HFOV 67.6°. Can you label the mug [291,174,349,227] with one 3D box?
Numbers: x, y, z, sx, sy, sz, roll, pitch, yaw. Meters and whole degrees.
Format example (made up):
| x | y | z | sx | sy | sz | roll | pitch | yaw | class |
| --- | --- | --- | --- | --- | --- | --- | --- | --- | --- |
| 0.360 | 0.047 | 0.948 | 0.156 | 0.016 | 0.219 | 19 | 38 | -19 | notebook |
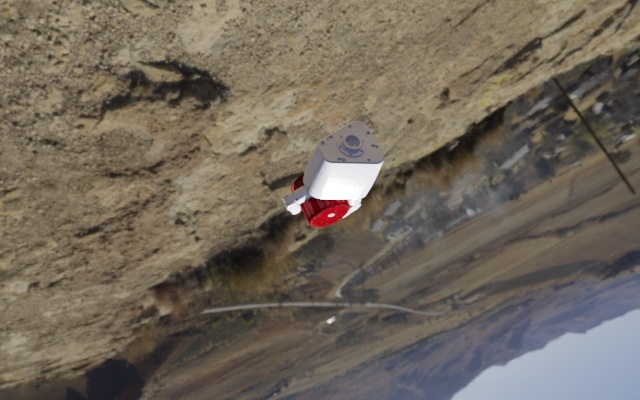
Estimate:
| x | y | z | sx | sy | sz | roll | pitch | yaw | class |
| --- | --- | --- | --- | --- | --- | --- | --- | --- | --- |
| 0.000 | 0.004 | 0.900 | 0.093 | 0.081 | 0.117 | -15 | -26 | -21 | mug |
